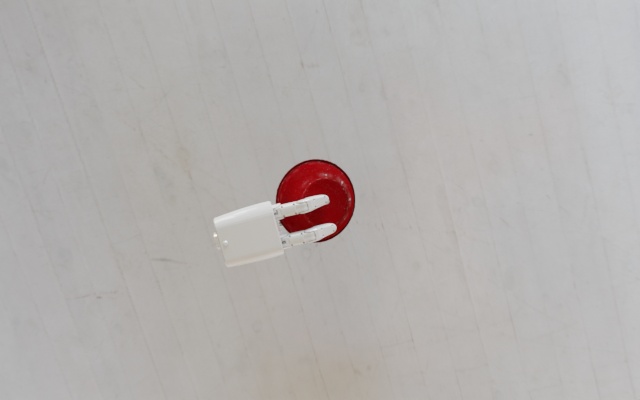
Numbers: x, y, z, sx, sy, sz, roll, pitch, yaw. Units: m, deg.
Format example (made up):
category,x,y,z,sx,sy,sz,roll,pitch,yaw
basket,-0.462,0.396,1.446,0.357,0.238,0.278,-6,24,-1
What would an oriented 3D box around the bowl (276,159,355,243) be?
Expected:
category,x,y,z,sx,sy,sz,roll,pitch,yaw
bowl,0.001,0.002,0.894,0.162,0.162,0.055,0,4,-18
